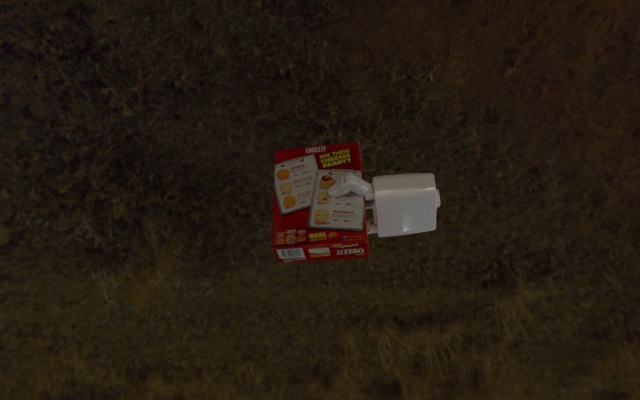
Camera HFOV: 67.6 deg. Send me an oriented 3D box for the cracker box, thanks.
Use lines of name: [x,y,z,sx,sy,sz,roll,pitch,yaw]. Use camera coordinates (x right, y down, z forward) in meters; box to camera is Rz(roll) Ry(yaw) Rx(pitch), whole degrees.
cracker box: [0.000,0.003,0.870,0.164,0.213,0.072,-5,-33,6]
